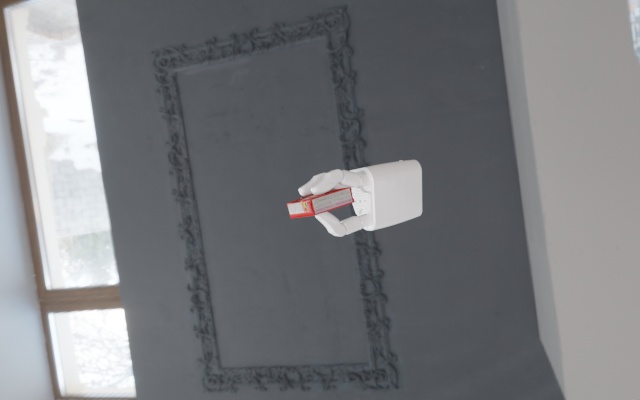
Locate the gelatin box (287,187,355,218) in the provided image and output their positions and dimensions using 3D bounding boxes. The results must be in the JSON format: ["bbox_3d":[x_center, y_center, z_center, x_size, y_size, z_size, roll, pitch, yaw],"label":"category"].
[{"bbox_3d":[0.000,0.003,0.801,0.089,0.030,0.073,-18,6,-35],"label":"gelatin box"}]
